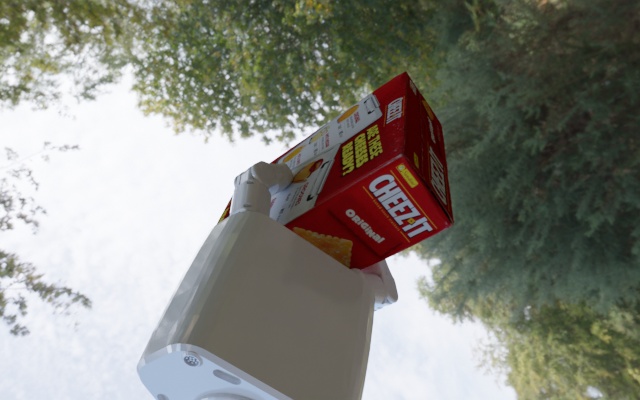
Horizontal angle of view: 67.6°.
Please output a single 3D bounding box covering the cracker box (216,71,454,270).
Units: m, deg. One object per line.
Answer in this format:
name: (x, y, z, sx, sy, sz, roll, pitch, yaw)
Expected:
cracker box: (0.000, 0.001, 0.407, 0.214, 0.072, 0.164, -30, 23, 26)
